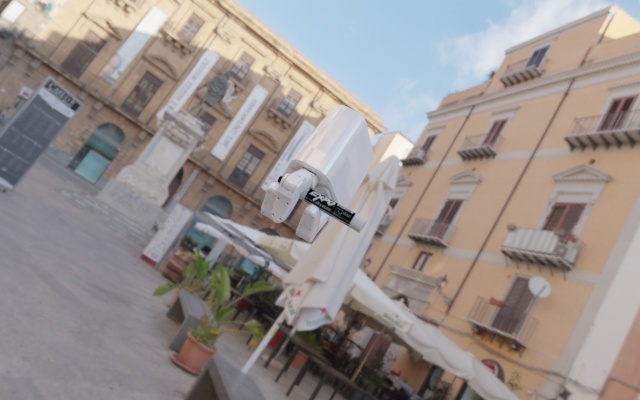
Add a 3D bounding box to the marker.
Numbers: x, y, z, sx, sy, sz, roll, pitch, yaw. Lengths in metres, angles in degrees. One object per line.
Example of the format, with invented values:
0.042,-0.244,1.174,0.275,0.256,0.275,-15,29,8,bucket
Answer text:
0.000,0.002,0.584,0.121,0.020,0.020,29,6,11,marker
